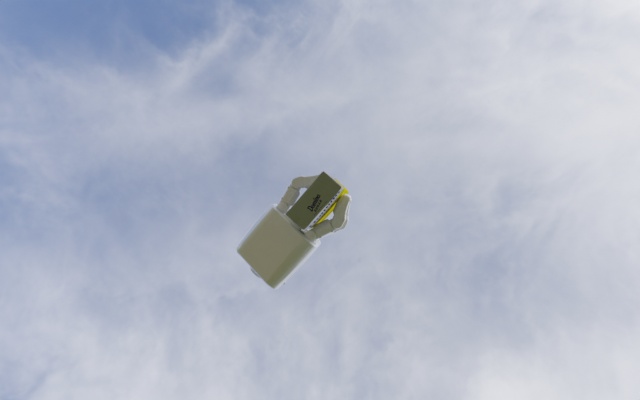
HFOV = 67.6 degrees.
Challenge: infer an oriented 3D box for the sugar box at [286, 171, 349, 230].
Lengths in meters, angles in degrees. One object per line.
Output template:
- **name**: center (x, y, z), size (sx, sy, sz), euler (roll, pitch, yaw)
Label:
- **sugar box**: center (0.000, 0.003, 0.819), size (0.048, 0.093, 0.176), euler (42, 5, 4)
